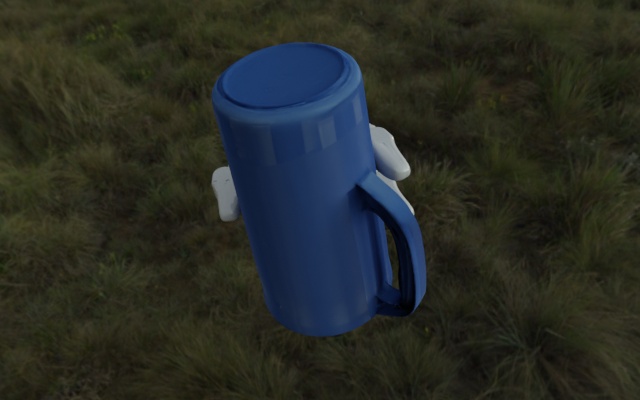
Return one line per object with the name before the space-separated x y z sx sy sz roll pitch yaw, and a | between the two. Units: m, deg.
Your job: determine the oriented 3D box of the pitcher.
pitcher | 0.000 0.001 0.408 0.149 0.243 0.145 -12 43 -1
